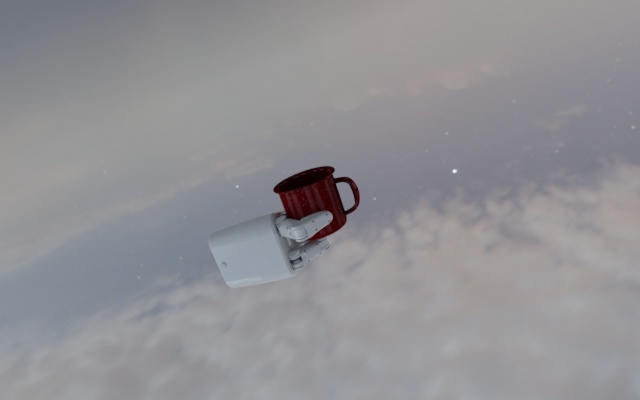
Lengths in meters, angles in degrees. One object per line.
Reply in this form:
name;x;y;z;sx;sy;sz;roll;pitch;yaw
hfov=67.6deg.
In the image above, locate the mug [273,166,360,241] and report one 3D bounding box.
mug;0.002;0.002;0.686;0.117;0.081;0.093;-15;18;15
